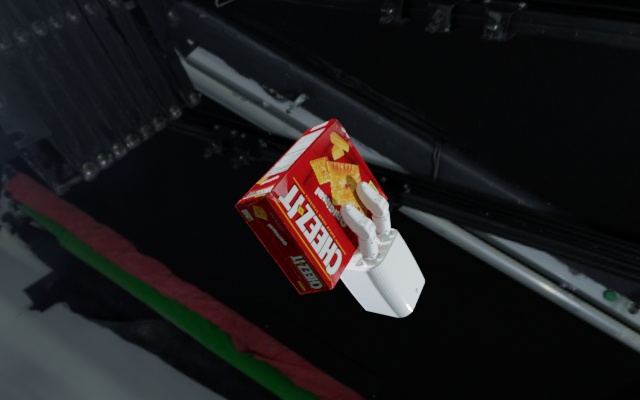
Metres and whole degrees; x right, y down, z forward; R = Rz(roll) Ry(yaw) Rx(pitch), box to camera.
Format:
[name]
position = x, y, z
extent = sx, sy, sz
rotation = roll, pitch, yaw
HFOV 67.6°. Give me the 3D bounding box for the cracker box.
[cracker box]
position = 0.000, 0.002, 0.701
extent = 0.072, 0.164, 0.213
rotation = -17, 25, 41
